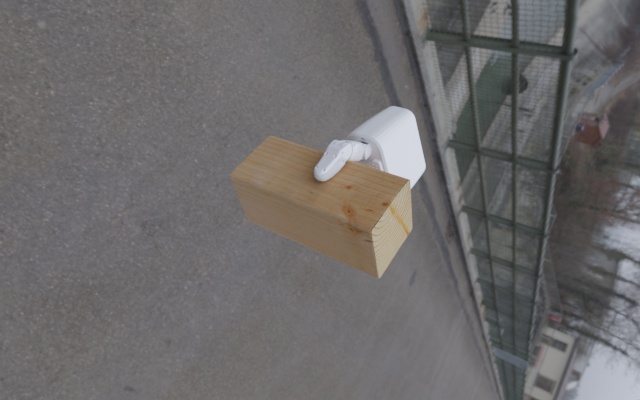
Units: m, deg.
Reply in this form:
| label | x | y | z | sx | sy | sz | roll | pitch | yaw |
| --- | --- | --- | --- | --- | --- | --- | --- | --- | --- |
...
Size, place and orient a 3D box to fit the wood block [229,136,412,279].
| label | x | y | z | sx | sy | sz | roll | pitch | yaw |
| --- | --- | --- | --- | --- | --- | --- | --- | --- | --- |
| wood block | 0.000 | 0.002 | 0.596 | 0.206 | 0.091 | 0.090 | 20 | 54 | 29 |
